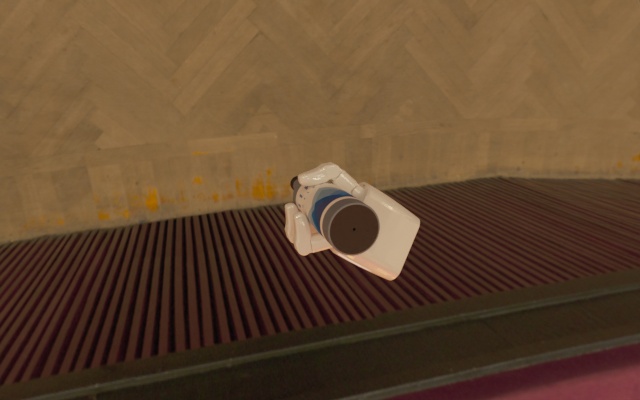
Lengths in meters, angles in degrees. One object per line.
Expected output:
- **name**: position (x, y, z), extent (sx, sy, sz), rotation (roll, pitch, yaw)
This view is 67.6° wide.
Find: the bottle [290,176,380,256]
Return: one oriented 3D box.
- **bottle**: position (0.000, 0.002, 0.706), extent (0.069, 0.069, 0.295), rotation (0, 13, -16)
